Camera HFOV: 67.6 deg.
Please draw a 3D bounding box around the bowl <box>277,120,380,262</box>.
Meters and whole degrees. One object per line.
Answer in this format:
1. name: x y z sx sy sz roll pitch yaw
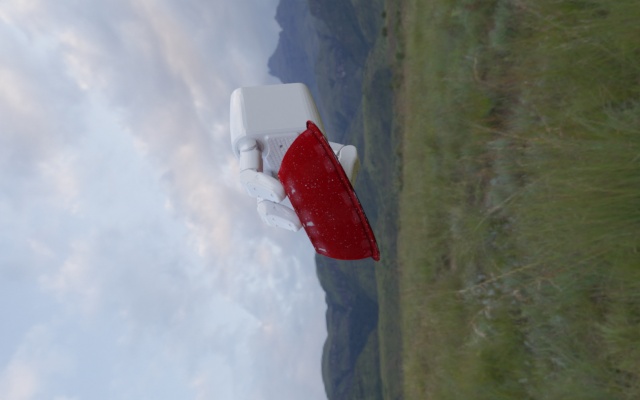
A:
1. bowl: 0.000 0.002 0.492 0.055 0.162 0.162 -27 2 -4
